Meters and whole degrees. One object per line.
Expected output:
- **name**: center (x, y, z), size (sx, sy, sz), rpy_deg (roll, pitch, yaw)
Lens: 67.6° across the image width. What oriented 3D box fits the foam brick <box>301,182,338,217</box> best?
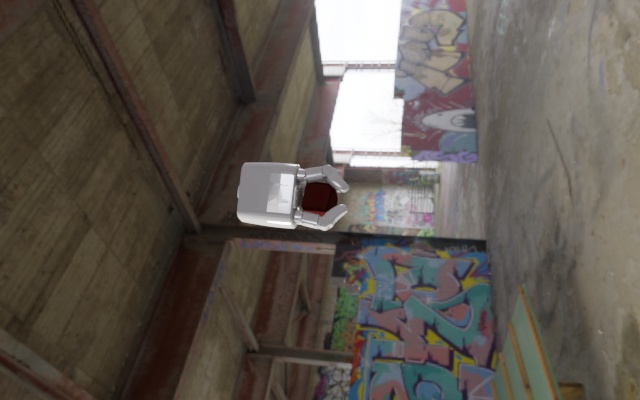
- **foam brick**: center (0.000, 0.003, 0.897), size (0.051, 0.053, 0.078), rpy_deg (7, -20, 12)
